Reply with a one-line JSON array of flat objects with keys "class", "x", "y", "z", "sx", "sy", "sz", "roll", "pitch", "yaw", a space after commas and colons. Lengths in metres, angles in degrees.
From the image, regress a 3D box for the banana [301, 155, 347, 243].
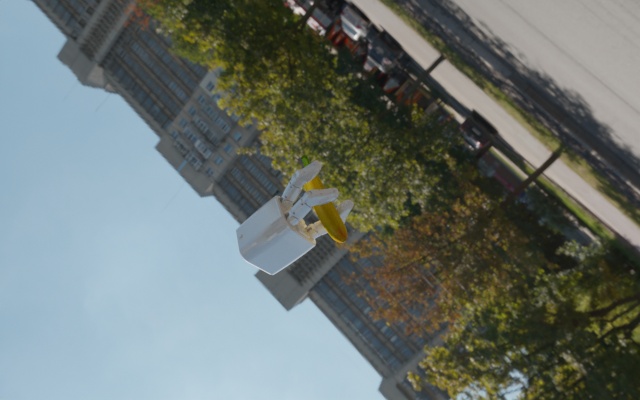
[{"class": "banana", "x": 0.004, "y": 0.009, "z": 0.873, "sx": 0.037, "sy": 0.197, "sz": 0.070, "roll": -29, "pitch": -32, "yaw": 3}]
